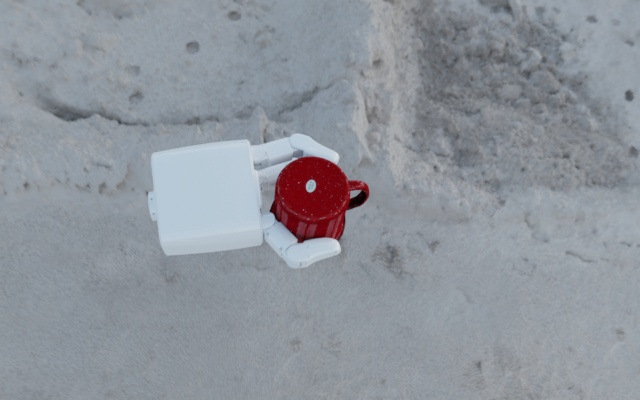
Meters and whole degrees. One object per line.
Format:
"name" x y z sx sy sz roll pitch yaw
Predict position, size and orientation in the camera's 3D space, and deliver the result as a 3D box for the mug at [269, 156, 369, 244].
"mug" 0.002 0.002 0.541 0.117 0.093 0.081 -9 -25 -11
